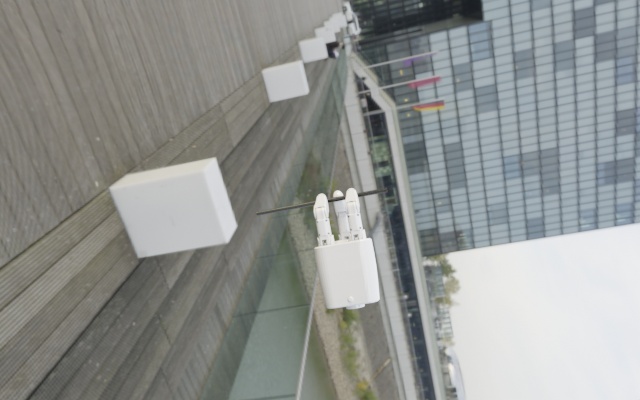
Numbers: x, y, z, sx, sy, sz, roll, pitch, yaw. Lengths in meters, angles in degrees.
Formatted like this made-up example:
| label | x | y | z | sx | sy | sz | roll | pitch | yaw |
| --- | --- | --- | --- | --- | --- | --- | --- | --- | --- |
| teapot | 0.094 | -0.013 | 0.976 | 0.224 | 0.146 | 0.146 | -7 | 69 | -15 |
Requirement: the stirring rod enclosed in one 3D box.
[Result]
| label | x | y | z | sx | sy | sz | roll | pitch | yaw |
| --- | --- | --- | --- | --- | --- | --- | --- | --- | --- |
| stirring rod | 0.000 | 0.003 | 0.857 | 0.239 | 0.011 | 0.011 | -10 | -2 | 9 |
